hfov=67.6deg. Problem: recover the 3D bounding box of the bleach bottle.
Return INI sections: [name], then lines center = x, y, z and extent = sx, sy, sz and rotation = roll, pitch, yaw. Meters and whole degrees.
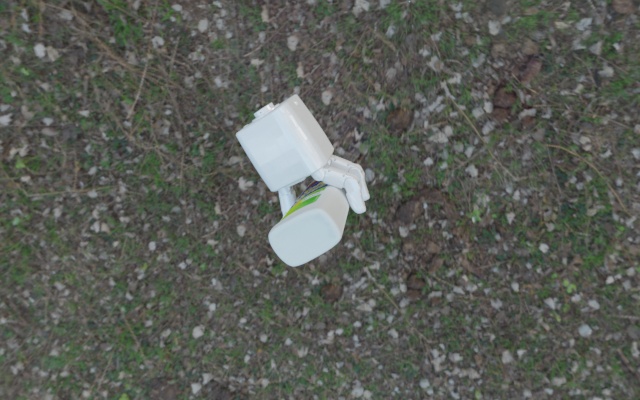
[bleach bottle]
center = 0.000, 0.002, 0.752
extent = 0.102, 0.068, 0.250
rotation = -30, 15, 20
